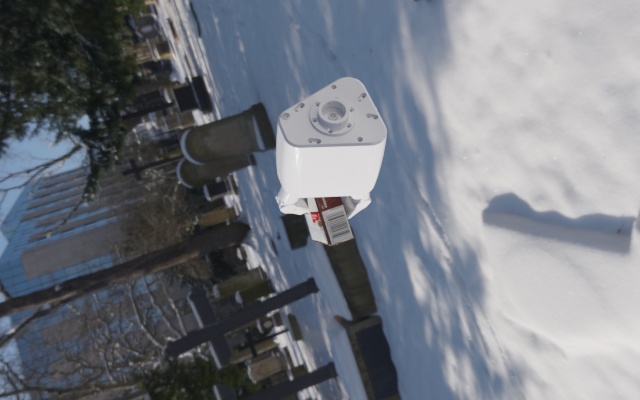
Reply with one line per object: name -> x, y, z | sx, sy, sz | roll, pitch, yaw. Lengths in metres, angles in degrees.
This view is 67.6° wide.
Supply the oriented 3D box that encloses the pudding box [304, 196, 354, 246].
pudding box -> 0.000, 0.002, 0.652 | 0.039, 0.113, 0.090 | -17, 4, -14
